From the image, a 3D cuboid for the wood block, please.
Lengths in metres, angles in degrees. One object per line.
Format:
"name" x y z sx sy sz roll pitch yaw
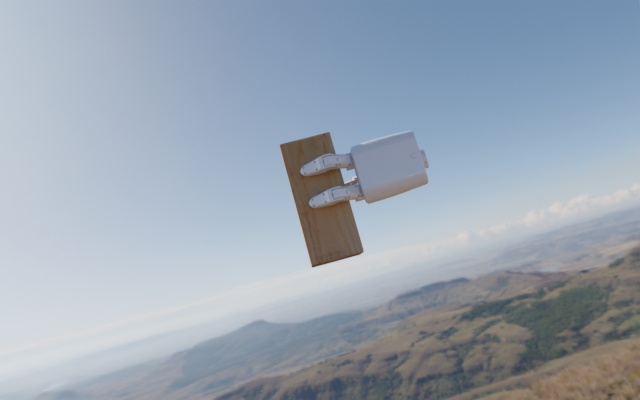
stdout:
"wood block" 0.000 0.002 0.815 0.090 0.206 0.091 -15 -10 -2
